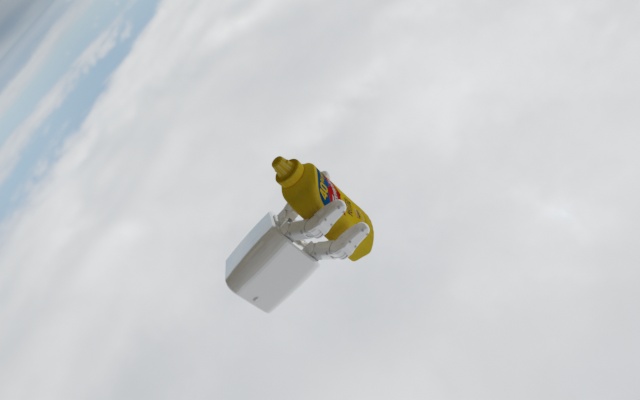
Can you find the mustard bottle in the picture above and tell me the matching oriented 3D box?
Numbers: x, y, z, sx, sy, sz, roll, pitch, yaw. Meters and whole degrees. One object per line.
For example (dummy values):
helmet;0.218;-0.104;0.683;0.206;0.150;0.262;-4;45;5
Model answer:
mustard bottle;0.001;0.002;0.673;0.058;0.096;0.192;-32;-52;23
